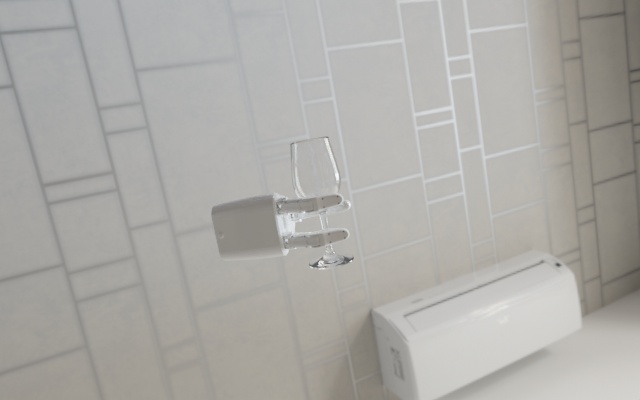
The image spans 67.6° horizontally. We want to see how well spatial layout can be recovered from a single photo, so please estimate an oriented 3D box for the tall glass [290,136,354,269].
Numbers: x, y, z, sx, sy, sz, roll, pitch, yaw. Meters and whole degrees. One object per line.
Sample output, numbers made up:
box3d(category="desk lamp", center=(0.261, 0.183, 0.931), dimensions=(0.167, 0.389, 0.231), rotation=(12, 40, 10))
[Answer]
box3d(category="tall glass", center=(0.000, 0.003, 0.760), dimensions=(0.079, 0.201, 0.079), rotation=(-10, 9, 2))
